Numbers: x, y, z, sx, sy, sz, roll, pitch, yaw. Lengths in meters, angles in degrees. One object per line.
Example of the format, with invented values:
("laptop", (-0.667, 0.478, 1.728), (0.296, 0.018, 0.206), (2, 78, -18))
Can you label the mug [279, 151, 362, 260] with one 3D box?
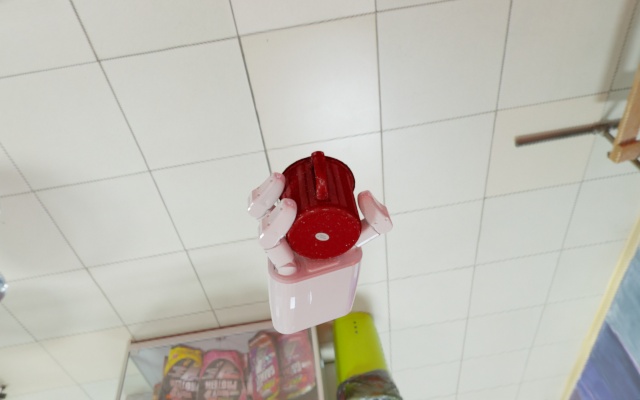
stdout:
("mug", (0.000, 0.001, 0.519), (0.093, 0.117, 0.081), (-3, 42, -7))
